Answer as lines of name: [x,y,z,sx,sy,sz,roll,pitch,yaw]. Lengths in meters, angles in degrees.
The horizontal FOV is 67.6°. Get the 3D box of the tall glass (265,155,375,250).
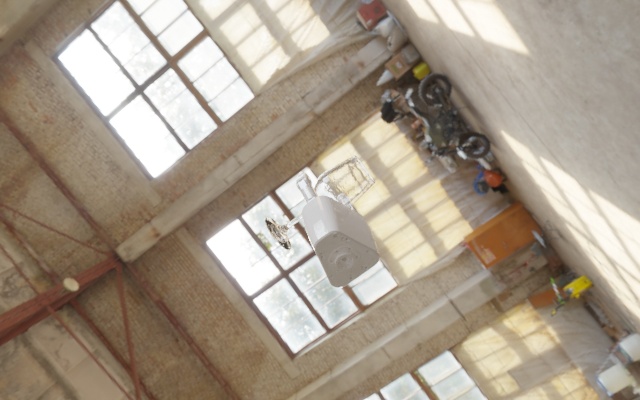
tall glass: [0.000,0.003,0.860,0.201,0.079,0.079,-37,-8,10]
